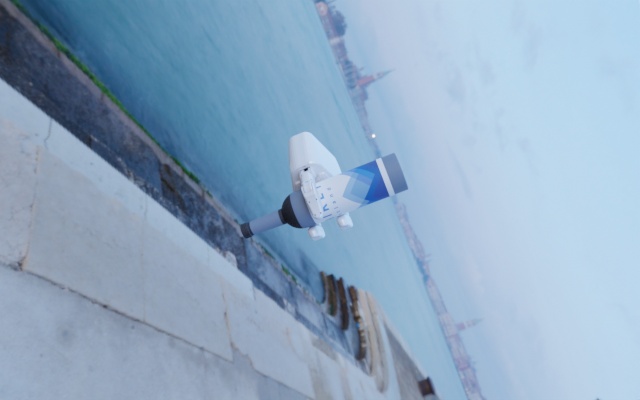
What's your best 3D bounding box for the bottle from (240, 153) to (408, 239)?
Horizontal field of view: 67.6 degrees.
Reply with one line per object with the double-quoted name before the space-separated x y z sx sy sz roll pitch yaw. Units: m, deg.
"bottle" 0.000 0.003 0.823 0.296 0.069 0.069 -21 -3 8
